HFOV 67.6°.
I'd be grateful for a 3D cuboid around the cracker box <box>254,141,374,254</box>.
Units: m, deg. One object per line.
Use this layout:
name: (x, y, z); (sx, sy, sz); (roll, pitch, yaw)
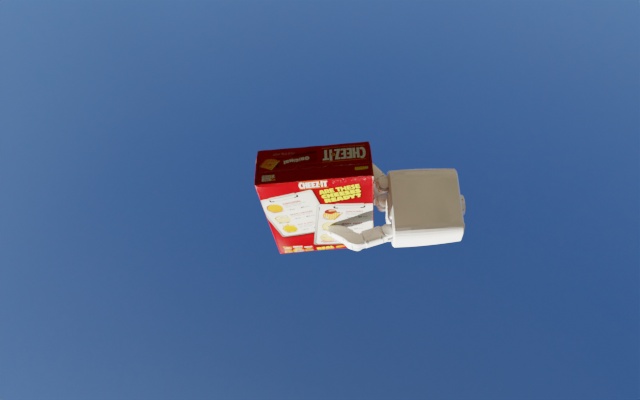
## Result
cracker box: (0.000, 0.003, 0.746); (0.164, 0.072, 0.214); (-5, -33, 3)
